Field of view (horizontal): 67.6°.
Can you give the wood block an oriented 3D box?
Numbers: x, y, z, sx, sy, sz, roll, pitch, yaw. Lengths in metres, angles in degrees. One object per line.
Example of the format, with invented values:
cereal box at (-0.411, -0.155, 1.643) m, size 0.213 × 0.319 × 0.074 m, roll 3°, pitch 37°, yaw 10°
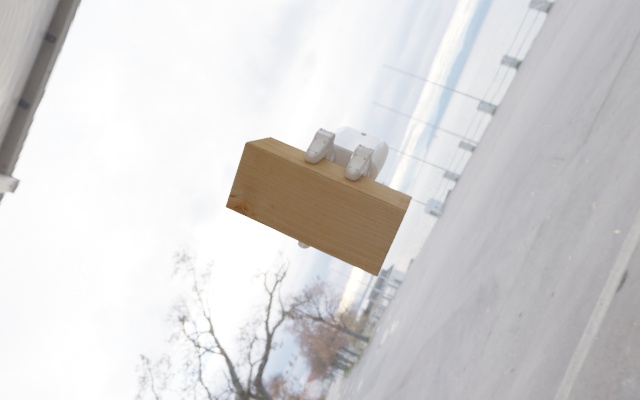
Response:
wood block at (0.000, 0.002, 0.604) m, size 0.206 × 0.091 × 0.090 m, roll 23°, pitch 17°, yaw 9°
